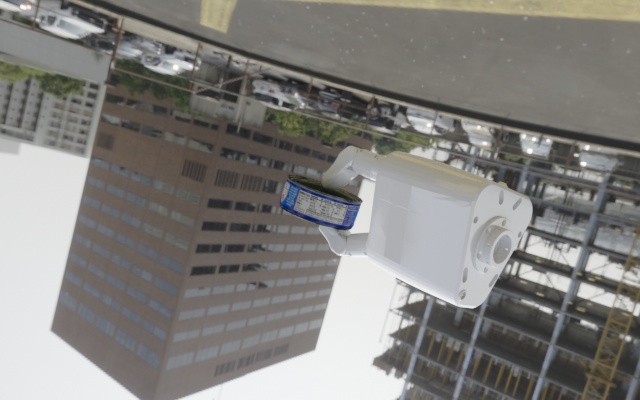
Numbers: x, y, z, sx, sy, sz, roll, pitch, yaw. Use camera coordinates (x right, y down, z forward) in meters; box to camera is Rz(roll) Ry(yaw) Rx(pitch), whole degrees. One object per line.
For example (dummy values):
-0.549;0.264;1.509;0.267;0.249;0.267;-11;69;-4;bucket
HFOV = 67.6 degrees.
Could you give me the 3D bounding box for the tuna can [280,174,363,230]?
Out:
0.000;0.002;0.514;0.086;0.034;0.086;18;9;-3;tuna can
